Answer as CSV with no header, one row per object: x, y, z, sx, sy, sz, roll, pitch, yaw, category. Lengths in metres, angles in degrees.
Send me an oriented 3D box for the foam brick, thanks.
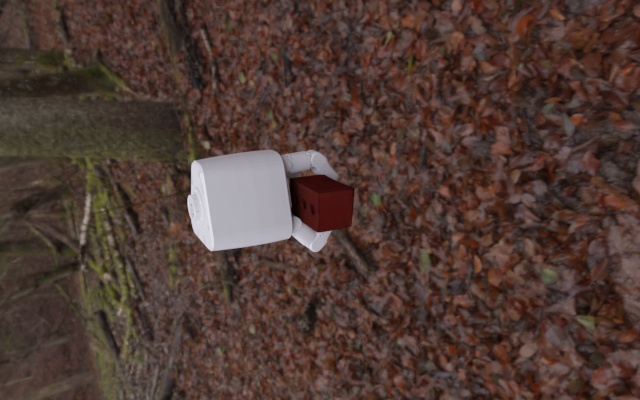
0.000,0.002,0.612,0.051,0.053,0.078,-8,20,-29,foam brick
